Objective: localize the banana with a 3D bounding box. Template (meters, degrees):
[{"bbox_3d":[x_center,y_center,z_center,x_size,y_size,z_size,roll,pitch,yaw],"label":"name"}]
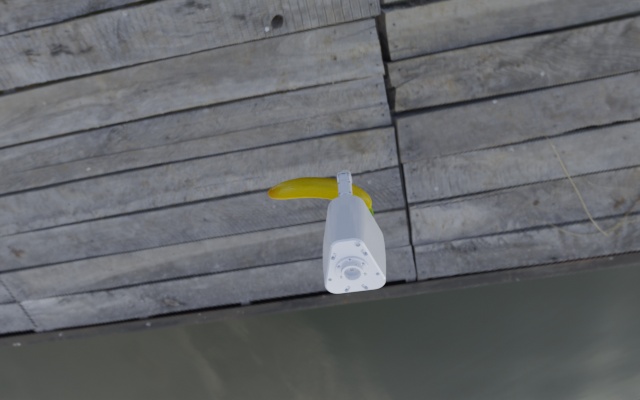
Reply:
[{"bbox_3d":[0.008,-0.011,0.841,0.198,0.070,0.037,12,37,-7],"label":"banana"}]
